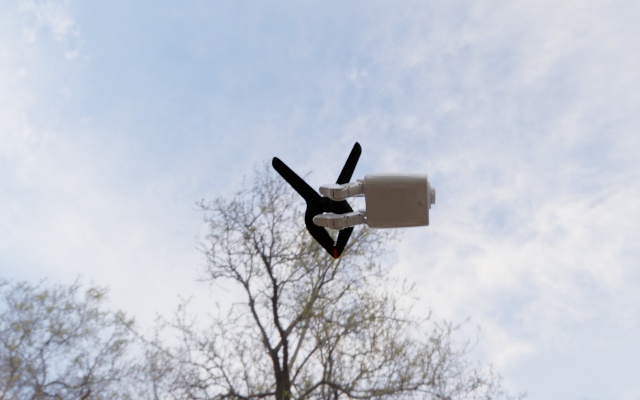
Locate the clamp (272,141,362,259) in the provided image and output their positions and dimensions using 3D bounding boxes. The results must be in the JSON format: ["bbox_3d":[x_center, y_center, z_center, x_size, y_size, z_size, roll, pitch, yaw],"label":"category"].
[{"bbox_3d":[0.001,0.003,0.857,0.164,0.210,0.036,-1,16,16],"label":"clamp"}]
